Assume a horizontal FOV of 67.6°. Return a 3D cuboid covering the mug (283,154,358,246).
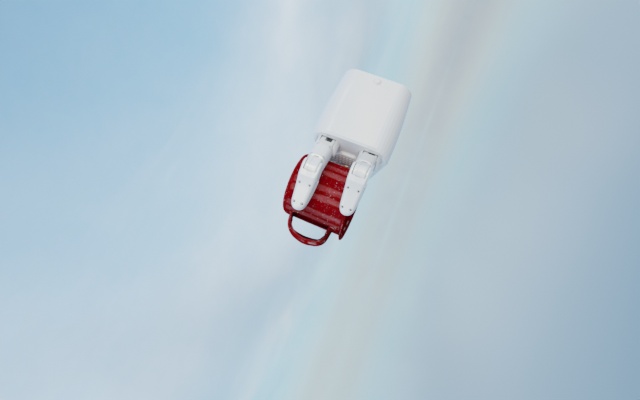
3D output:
[{"bbox_3d":[-0.001,0.003,0.593,0.081,0.117,0.093,22,-22,9],"label":"mug"}]
